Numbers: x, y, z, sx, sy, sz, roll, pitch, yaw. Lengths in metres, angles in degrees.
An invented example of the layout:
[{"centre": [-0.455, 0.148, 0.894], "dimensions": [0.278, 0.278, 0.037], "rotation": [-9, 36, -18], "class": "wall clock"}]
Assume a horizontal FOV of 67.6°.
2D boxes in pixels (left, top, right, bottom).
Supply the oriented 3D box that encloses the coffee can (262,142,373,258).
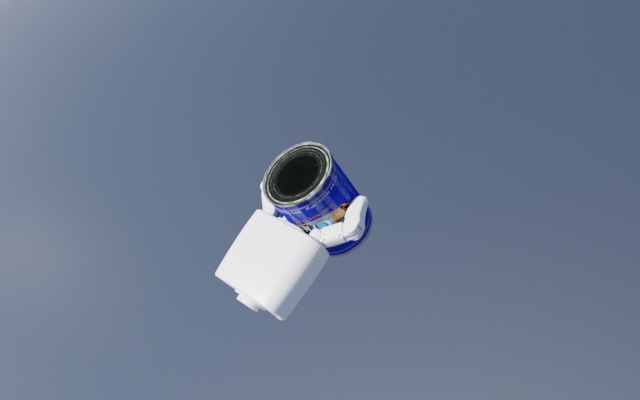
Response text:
[{"centre": [0.000, 0.002, 0.663], "dimensions": [0.103, 0.102, 0.140], "rotation": [0, -33, 32], "class": "coffee can"}]
